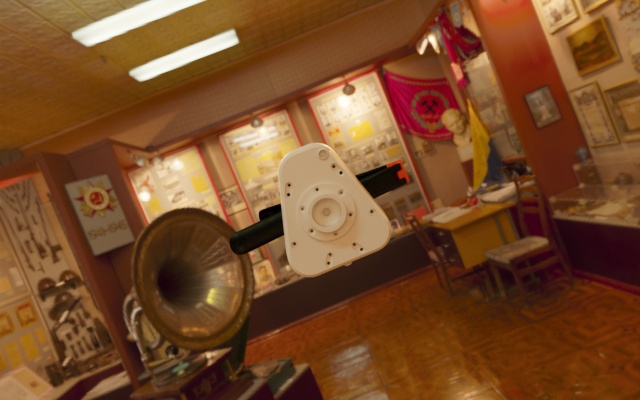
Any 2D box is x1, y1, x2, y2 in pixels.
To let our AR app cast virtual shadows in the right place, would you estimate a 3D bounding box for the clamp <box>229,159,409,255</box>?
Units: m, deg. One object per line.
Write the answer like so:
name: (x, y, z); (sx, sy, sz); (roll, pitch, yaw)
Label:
clamp: (0.000, 0.001, 0.574); (0.210, 0.036, 0.164); (-22, 8, 0)
